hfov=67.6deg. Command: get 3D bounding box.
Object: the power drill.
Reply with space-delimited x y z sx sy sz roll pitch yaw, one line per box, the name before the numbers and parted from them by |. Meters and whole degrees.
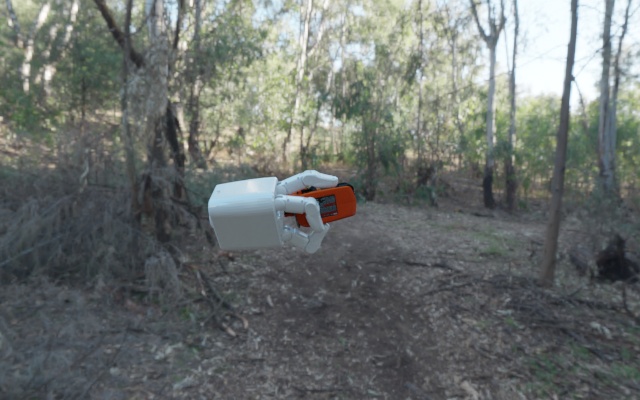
power drill | 0.000 0.003 0.881 0.184 0.057 0.187 -14 5 -15
